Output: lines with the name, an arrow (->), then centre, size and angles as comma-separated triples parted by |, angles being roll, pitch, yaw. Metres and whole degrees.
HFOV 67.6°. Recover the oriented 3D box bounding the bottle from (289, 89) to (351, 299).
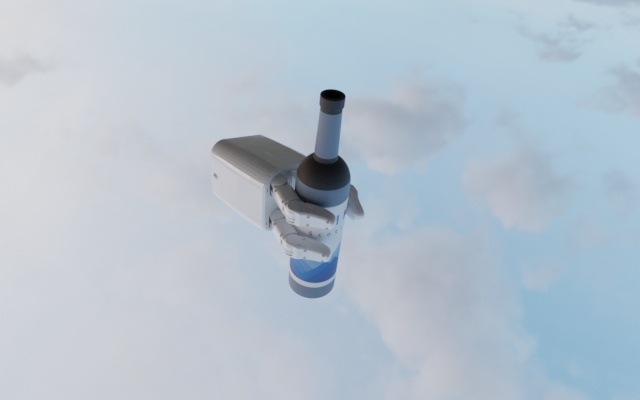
bottle -> 0.000, 0.002, 0.597 | 0.069, 0.296, 0.069 | 4, 39, -3
